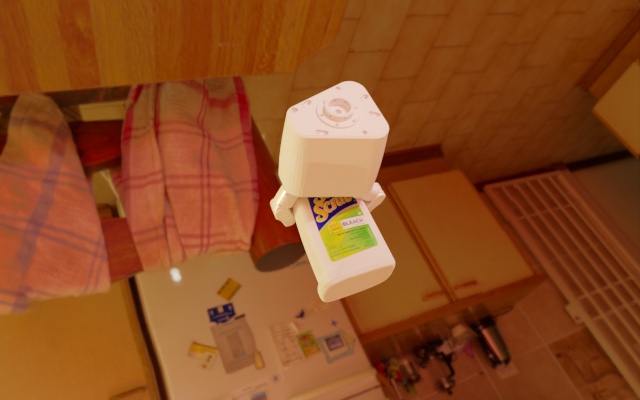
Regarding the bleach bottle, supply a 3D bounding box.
[{"bbox_3d":[0.000,0.002,0.637,0.102,0.250,0.068,-16,-31,-18],"label":"bleach bottle"}]
